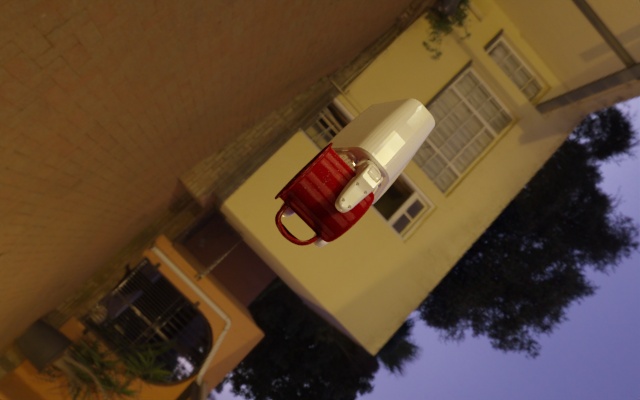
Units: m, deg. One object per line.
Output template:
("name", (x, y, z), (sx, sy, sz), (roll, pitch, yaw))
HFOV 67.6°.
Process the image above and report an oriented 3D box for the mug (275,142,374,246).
("mug", (-0.001, 0.003, 0.549), (0.117, 0.081, 0.093), (-46, 7, -19))
